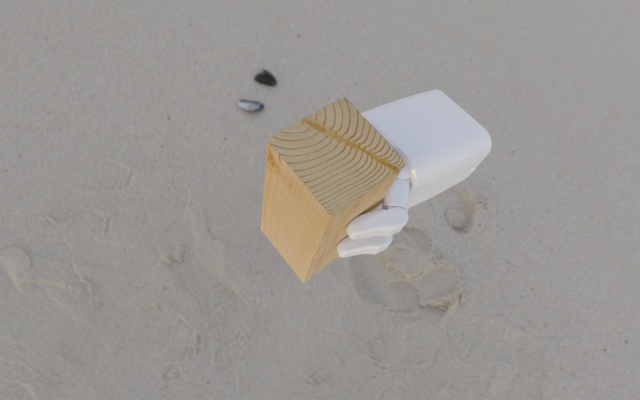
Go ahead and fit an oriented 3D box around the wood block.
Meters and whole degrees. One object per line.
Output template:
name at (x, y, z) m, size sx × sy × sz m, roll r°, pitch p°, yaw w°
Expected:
wood block at (0.000, 0.001, 0.505) m, size 0.090 × 0.091 × 0.206 m, roll -33°, pitch -16°, yaw -21°
